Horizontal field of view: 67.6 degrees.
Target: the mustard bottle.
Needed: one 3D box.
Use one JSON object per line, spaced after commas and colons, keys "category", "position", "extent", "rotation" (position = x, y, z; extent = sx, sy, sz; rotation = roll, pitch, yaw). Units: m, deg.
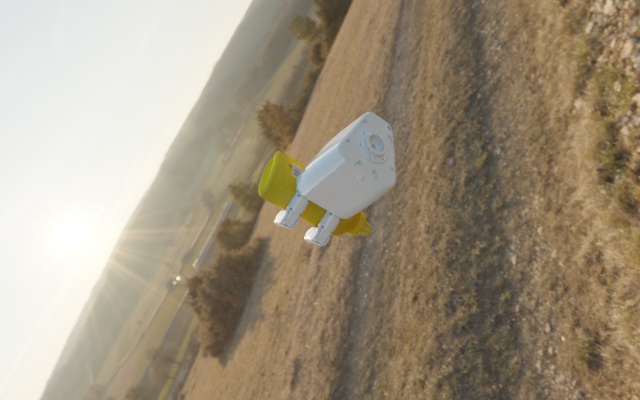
{"category": "mustard bottle", "position": [0.000, 0.002, 0.742], "extent": [0.192, 0.058, 0.096], "rotation": [30, 30, -17]}
